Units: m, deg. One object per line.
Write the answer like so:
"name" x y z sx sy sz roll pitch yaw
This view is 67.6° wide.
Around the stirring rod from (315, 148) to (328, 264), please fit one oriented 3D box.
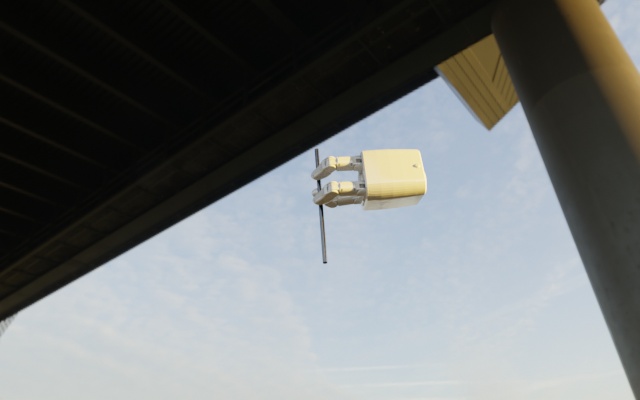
"stirring rod" 0.000 0.003 0.863 0.011 0.239 0.011 -3 -32 -2
